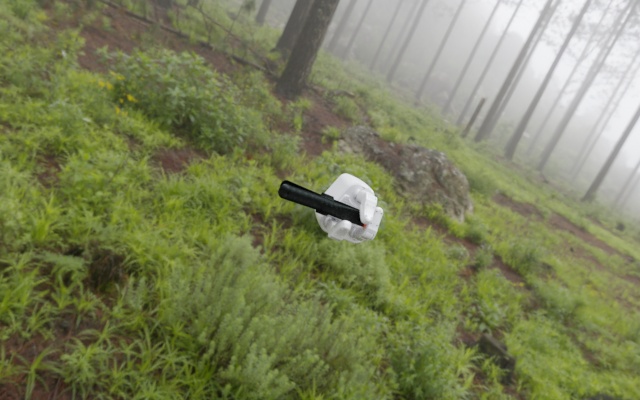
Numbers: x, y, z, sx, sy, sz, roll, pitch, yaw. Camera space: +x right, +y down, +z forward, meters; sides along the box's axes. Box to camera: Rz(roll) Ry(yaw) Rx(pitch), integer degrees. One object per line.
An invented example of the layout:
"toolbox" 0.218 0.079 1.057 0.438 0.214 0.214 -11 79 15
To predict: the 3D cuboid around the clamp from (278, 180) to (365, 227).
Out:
"clamp" 0.001 0.002 0.846 0.171 0.039 0.120 23 10 -14
